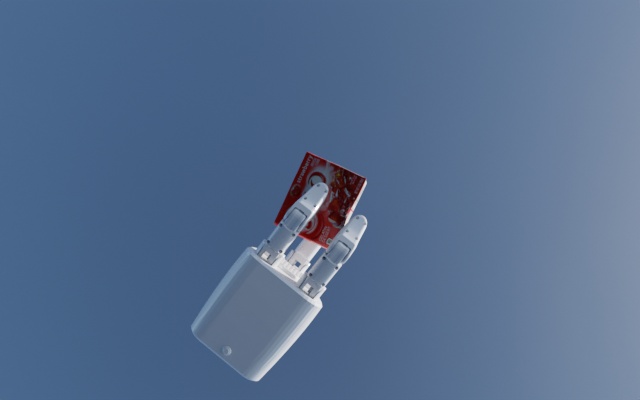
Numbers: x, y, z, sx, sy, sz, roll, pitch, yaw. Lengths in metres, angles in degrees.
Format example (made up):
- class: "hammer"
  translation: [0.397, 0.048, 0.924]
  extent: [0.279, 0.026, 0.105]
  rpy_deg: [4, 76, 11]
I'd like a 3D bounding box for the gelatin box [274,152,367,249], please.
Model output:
- class: "gelatin box"
  translation: [0.000, 0.001, 0.528]
  extent: [0.073, 0.089, 0.030]
  rpy_deg: [25, -4, 8]
